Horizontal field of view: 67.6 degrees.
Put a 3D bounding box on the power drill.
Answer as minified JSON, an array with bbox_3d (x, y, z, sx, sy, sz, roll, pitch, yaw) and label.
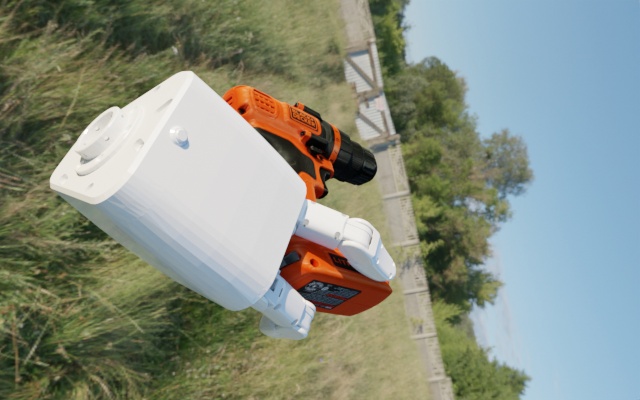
[{"bbox_3d":[0.000,0.002,0.413,0.184,0.187,0.057,18,-46,-39],"label":"power drill"}]
